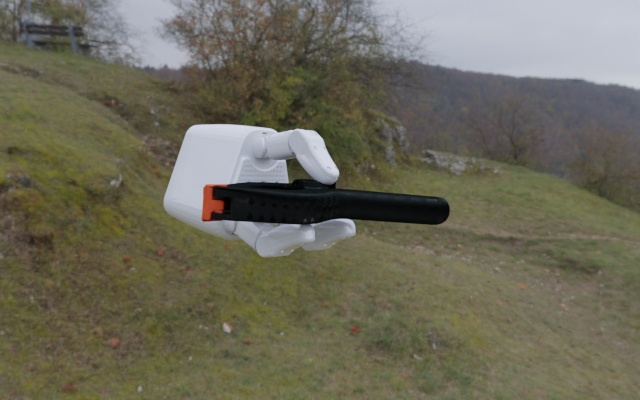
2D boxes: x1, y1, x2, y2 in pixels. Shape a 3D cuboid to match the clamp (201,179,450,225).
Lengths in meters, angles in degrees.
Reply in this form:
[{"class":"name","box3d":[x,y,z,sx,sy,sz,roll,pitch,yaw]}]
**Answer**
[{"class":"clamp","box3d":[0.000,0.001,0.416,0.164,0.036,0.210,10,8,42]}]
